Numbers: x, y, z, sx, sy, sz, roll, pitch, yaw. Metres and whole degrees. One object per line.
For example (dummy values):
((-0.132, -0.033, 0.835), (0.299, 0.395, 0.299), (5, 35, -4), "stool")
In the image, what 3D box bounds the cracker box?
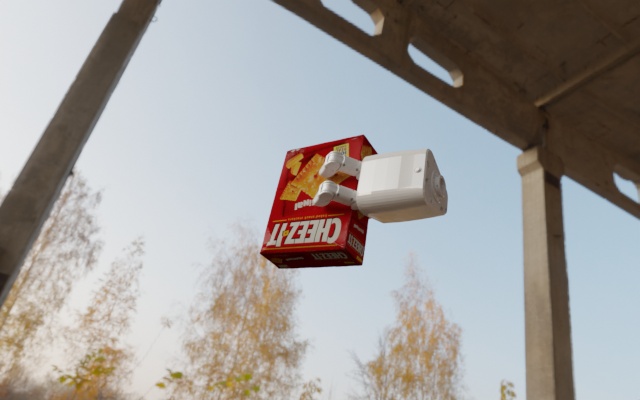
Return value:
((0.000, 0.003, 0.807), (0.164, 0.213, 0.072), (-7, -34, 31), "cracker box")
